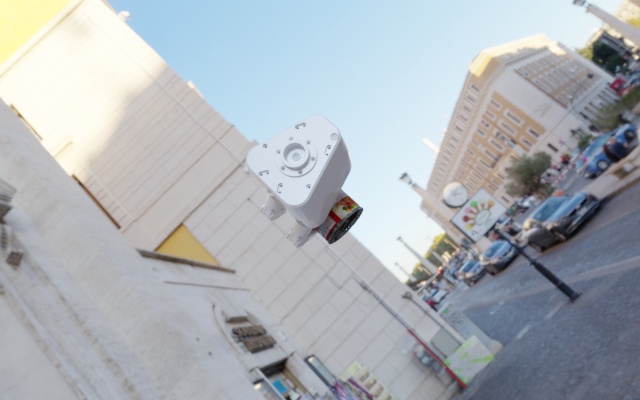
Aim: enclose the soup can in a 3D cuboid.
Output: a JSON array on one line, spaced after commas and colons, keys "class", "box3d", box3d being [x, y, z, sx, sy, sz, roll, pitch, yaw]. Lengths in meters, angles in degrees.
[{"class": "soup can", "box3d": [0.000, 0.002, 0.667, 0.102, 0.068, 0.068, 43, 14, 16]}]
